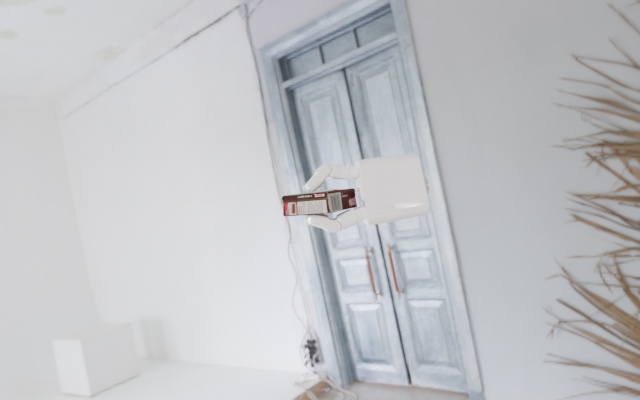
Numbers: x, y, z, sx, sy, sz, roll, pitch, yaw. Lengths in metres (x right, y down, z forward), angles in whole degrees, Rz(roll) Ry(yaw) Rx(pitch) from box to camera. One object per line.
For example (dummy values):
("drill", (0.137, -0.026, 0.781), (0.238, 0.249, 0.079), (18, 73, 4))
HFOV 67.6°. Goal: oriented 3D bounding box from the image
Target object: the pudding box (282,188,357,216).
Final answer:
("pudding box", (0.000, 0.003, 0.824), (0.090, 0.039, 0.113), (-6, 0, 28))
